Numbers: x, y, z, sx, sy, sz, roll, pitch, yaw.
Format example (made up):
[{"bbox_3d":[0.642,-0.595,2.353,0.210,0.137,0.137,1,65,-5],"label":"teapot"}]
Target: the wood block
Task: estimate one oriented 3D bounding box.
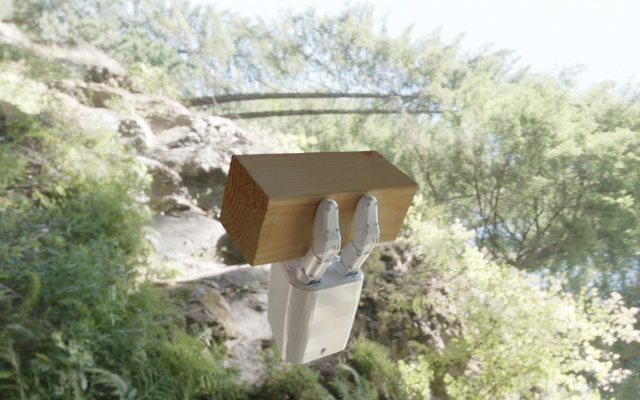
[{"bbox_3d":[0.000,0.002,0.559,0.206,0.090,0.090,-6,36,-36],"label":"wood block"}]
